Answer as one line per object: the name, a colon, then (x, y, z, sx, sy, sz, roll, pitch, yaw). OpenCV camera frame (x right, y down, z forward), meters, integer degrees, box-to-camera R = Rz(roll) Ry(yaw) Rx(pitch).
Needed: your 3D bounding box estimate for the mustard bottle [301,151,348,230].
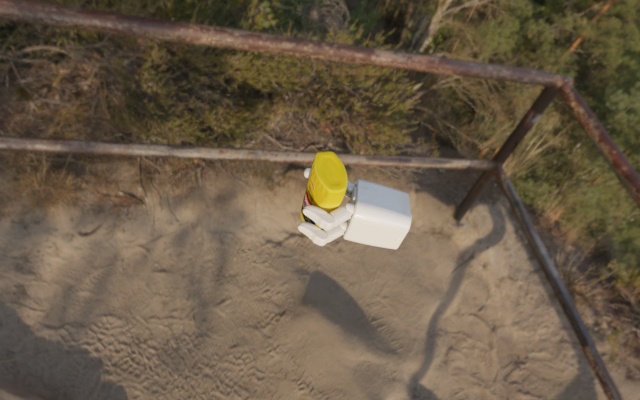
mustard bottle: (0.000, 0.003, 0.898, 0.058, 0.096, 0.192, -6, -34, -18)
